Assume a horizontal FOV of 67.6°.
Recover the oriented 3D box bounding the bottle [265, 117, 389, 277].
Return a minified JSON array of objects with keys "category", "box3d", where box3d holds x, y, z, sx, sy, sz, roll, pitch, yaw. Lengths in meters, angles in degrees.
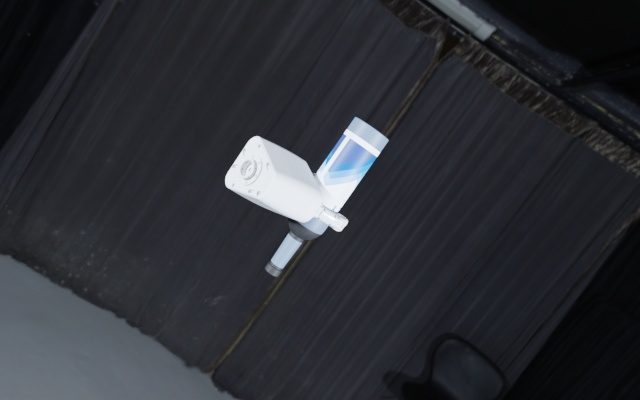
[{"category":"bottle","box3d":[0.000,0.002,0.795,0.069,0.296,0.069,34,7,-5]}]
